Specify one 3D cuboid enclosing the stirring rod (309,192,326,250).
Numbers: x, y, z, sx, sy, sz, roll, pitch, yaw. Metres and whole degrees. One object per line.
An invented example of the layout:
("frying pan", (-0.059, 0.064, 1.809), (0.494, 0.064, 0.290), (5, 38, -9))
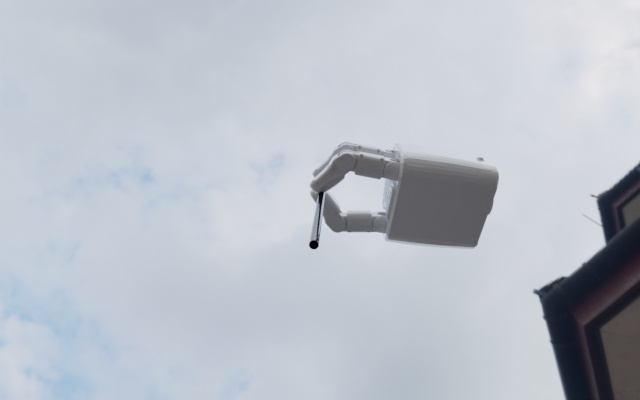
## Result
("stirring rod", (0.000, 0.002, 0.495), (0.011, 0.011, 0.239), (0, 16, 3))
